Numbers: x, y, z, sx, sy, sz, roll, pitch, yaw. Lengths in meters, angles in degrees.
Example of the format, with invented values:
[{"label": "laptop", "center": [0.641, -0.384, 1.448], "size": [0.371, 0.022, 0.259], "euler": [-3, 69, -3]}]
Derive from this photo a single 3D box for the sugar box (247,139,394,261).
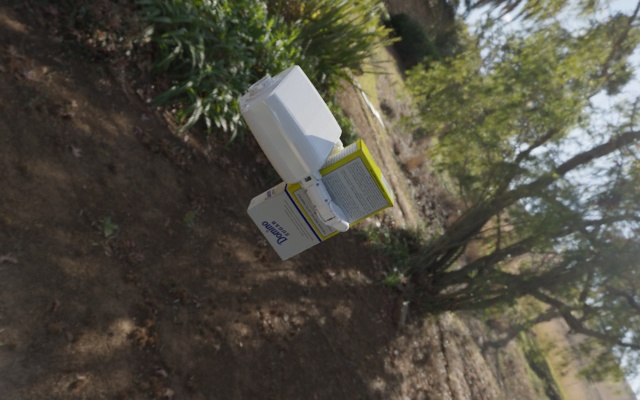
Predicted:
[{"label": "sugar box", "center": [0.000, 0.002, 0.641], "size": [0.176, 0.093, 0.048], "euler": [-26, 22, 17]}]
